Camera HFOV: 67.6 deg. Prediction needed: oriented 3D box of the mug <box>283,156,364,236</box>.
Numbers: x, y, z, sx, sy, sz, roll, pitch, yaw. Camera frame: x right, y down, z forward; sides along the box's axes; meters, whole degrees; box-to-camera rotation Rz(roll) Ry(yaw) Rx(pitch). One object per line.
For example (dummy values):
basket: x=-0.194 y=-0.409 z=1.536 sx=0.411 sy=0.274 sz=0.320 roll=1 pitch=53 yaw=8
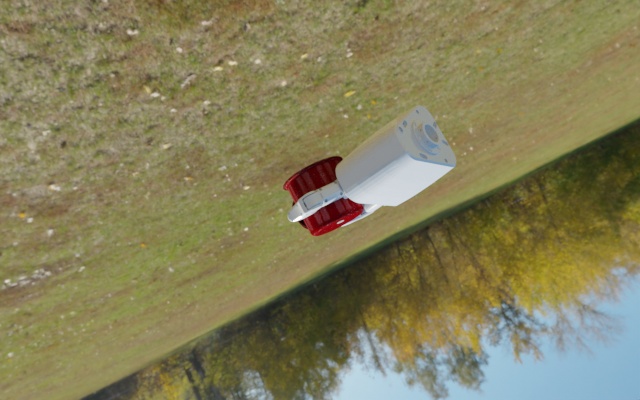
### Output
mug: x=-0.001 y=0.003 z=0.668 sx=0.093 sy=0.081 sz=0.117 roll=-16 pitch=-15 yaw=-45
